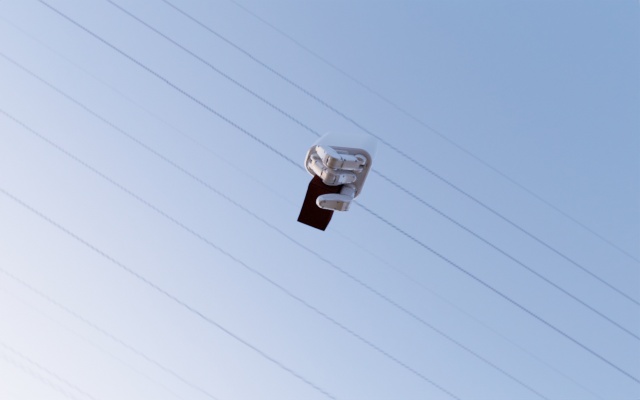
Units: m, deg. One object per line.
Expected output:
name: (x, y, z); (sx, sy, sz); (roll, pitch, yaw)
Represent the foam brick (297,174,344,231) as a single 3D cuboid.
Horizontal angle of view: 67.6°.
foam brick: (0.000, 0.003, 0.815); (0.053, 0.078, 0.051); (22, 28, 5)
